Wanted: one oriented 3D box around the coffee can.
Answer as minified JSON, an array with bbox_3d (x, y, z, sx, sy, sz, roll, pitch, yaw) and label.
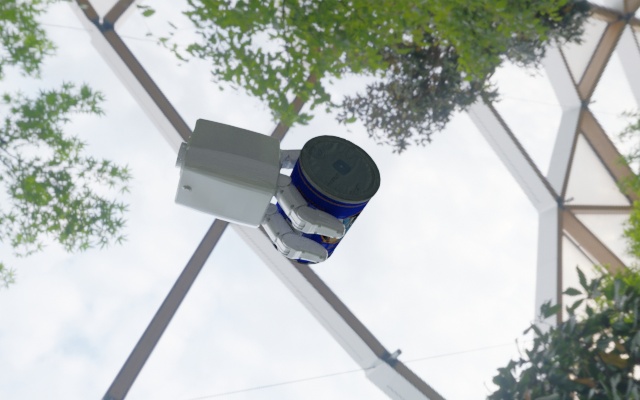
[{"bbox_3d":[0.000,0.002,0.607,0.103,0.102,0.140,0,-38,-27],"label":"coffee can"}]
